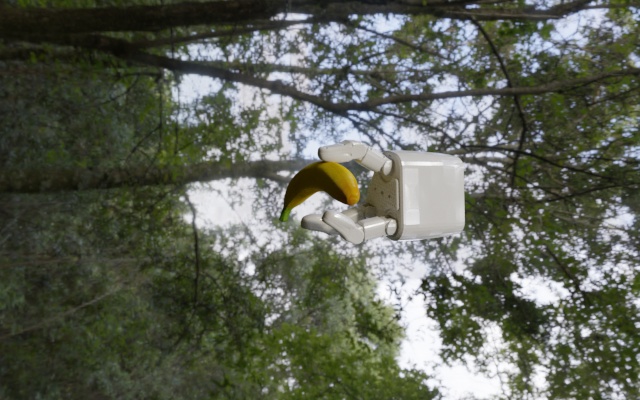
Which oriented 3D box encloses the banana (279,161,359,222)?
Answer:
[{"bbox_3d":[-0.002,-0.016,0.598,0.037,0.069,0.198,3,-10,-25],"label":"banana"}]
